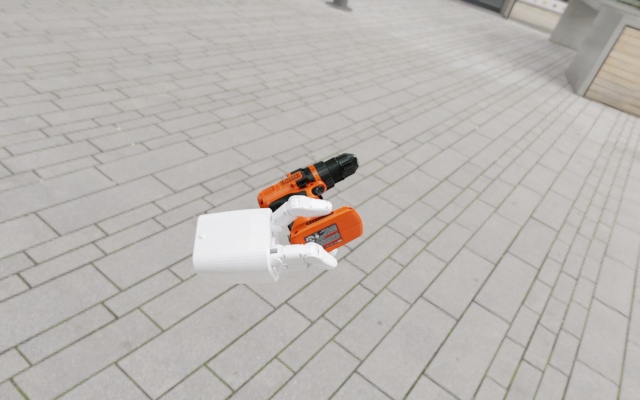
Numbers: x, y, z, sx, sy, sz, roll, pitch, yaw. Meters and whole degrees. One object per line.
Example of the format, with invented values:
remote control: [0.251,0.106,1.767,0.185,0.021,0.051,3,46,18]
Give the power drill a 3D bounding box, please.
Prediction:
power drill: [0.000,0.003,0.750,0.184,0.057,0.187,-28,32,-2]
